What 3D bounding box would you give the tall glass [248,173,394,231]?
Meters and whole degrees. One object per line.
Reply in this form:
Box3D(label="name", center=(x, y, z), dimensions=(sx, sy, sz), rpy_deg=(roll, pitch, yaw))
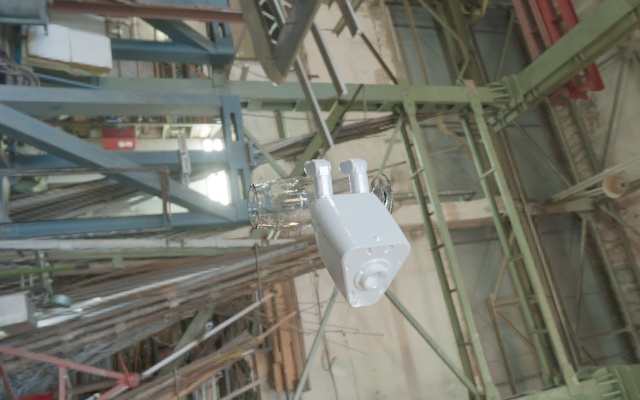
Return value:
Box3D(label="tall glass", center=(0.001, 0.002, 0.689), dimensions=(0.201, 0.079, 0.079), rpy_deg=(-4, 1, -21))
